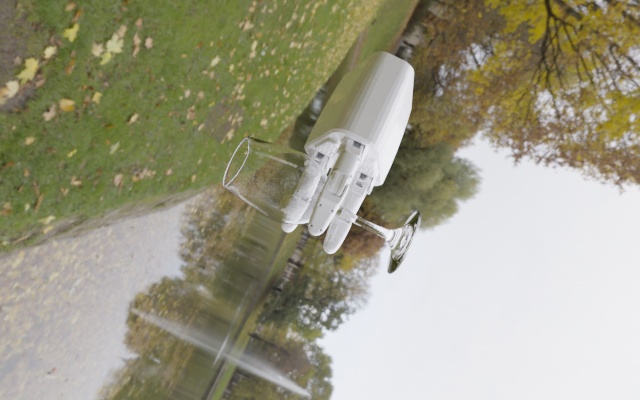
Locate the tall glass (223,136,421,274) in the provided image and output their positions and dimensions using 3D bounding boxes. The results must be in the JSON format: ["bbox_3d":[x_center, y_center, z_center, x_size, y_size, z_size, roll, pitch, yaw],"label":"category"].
[{"bbox_3d":[0.001,0.002,0.509,0.201,0.079,0.079,26,-1,-1],"label":"tall glass"}]
